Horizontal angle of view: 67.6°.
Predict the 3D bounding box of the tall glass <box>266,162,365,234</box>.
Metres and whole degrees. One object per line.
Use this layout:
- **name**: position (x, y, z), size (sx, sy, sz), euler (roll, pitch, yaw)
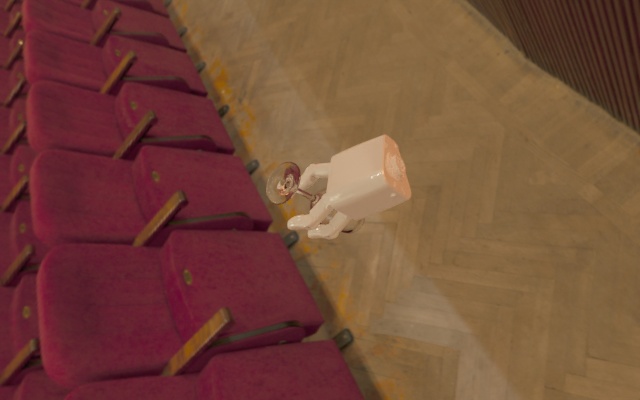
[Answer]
- **tall glass**: position (0.000, 0.003, 0.848), size (0.079, 0.079, 0.201), euler (0, -19, 40)
